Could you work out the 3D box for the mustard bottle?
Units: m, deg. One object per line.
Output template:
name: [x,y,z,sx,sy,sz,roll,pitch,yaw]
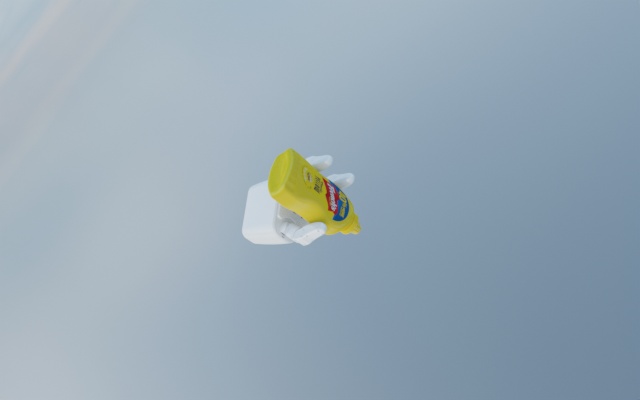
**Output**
mustard bottle: [0.000,0.002,0.791,0.058,0.096,0.192,-31,-53,31]
